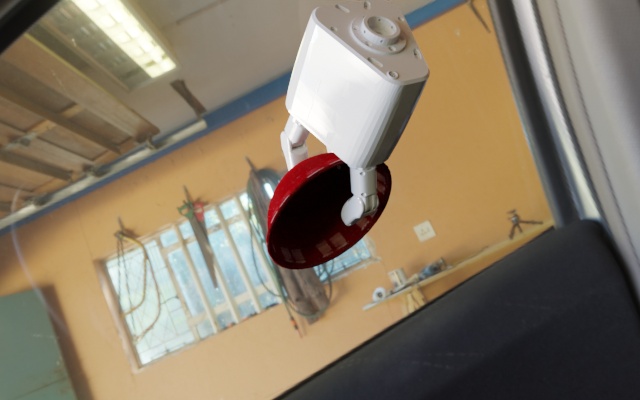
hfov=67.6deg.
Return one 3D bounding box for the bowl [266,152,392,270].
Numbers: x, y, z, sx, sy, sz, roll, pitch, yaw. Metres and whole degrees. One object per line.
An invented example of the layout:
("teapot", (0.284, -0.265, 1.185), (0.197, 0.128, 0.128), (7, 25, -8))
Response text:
("bowl", (-0.001, 0.003, 0.537), (0.162, 0.162, 0.055), (0, 38, -42))
